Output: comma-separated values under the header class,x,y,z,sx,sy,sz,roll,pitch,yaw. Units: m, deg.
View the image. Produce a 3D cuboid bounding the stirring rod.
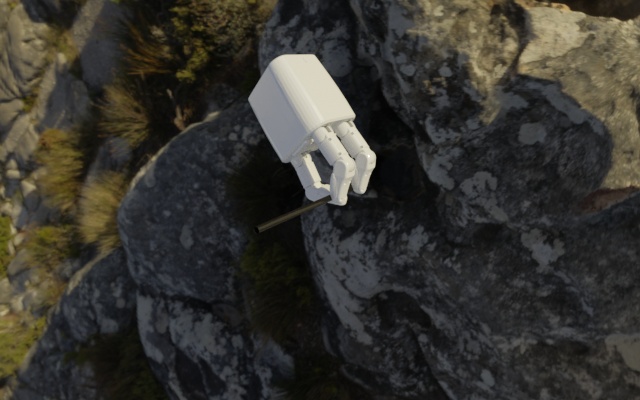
class,x,y,z,sx,sy,sz,roll,pitch,yaw
stirring rod,0.000,0.002,0.597,0.011,0.011,0.239,0,14,35
